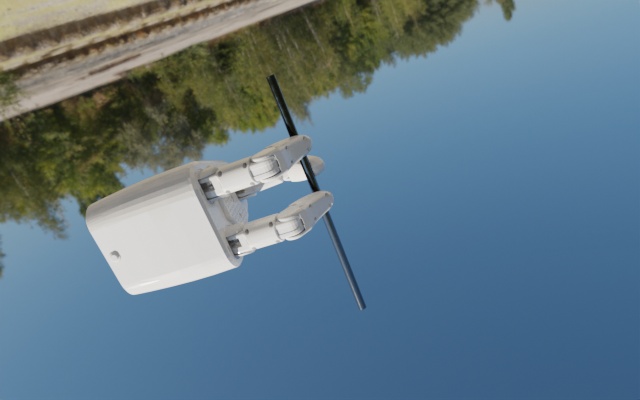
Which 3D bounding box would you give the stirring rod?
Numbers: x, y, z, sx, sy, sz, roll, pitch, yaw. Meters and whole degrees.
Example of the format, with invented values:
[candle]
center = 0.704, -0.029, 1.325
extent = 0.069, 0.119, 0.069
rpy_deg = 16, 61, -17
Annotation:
[stirring rod]
center = 0.000, 0.001, 0.439
extent = 0.011, 0.240, 0.011
rpy_deg = -19, 19, 7
